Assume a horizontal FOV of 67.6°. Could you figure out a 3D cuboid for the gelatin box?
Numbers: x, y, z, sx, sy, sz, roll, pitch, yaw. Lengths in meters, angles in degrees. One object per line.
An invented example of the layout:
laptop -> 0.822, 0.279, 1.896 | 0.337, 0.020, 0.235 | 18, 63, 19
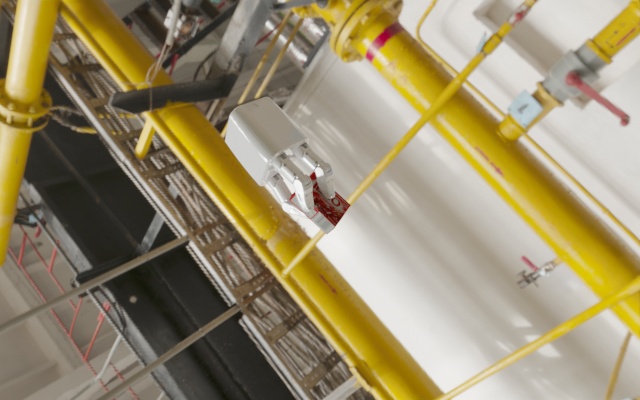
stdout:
gelatin box -> 0.000, 0.003, 0.806 | 0.030, 0.089, 0.073 | -44, 4, 38
